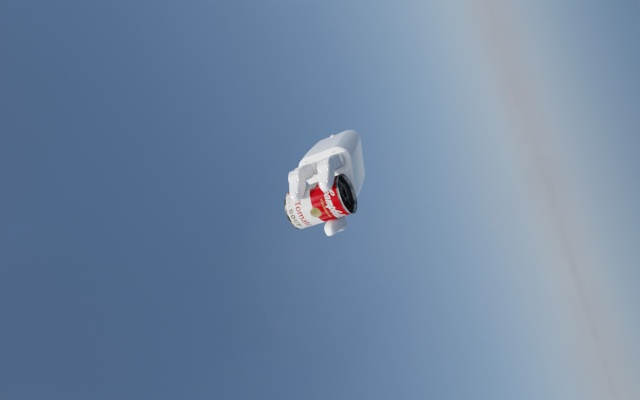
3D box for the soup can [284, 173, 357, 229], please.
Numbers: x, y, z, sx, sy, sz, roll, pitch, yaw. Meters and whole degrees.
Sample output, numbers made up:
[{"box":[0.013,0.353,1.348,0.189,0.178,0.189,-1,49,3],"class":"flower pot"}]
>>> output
[{"box":[0.000,0.003,0.786,0.102,0.068,0.068,-18,-8,25],"class":"soup can"}]
